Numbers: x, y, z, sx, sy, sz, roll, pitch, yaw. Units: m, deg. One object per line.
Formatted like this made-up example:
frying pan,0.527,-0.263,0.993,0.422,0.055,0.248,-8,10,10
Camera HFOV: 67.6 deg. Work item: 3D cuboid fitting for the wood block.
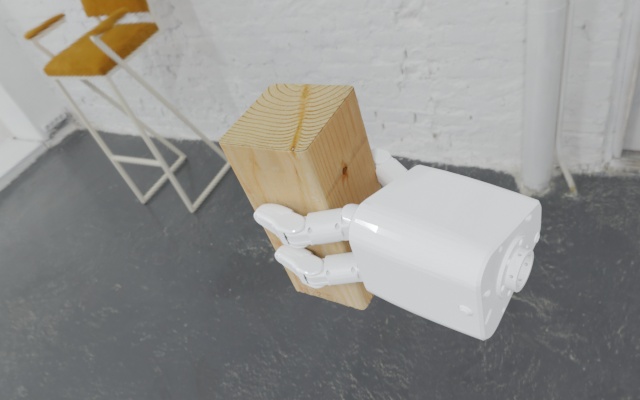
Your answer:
wood block,0.001,0.001,0.459,0.090,0.206,0.090,10,49,31
